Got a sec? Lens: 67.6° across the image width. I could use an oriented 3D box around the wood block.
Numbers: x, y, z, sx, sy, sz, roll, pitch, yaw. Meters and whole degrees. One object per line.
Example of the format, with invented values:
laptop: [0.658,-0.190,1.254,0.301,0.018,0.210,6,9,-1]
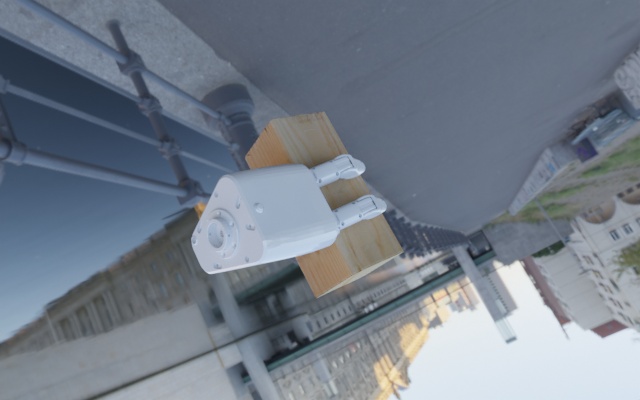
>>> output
wood block: [0.000,0.002,0.599,0.090,0.206,0.091,-17,-17,-39]
